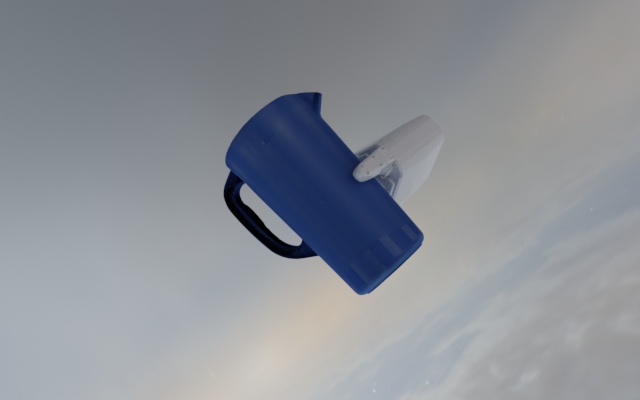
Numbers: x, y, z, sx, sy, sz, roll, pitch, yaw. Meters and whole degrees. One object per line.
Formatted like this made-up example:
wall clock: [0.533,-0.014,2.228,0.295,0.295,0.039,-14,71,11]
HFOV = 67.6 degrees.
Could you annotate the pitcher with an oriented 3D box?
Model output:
pitcher: [0.000,0.002,0.591,0.145,0.243,0.149,-37,-11,-32]
